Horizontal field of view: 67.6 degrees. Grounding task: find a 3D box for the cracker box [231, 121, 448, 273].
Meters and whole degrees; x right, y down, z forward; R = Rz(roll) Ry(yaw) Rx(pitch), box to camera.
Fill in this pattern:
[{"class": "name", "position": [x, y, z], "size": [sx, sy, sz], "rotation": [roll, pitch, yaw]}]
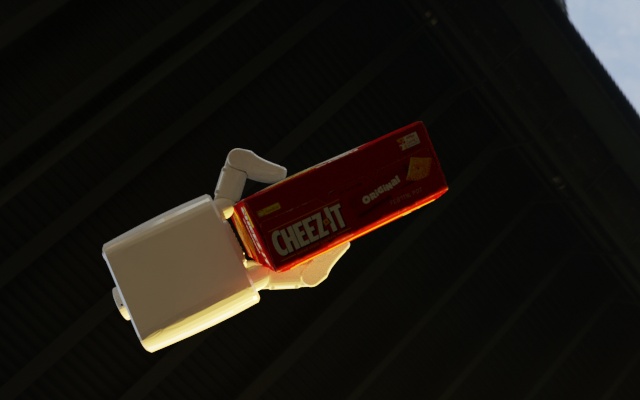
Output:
[{"class": "cracker box", "position": [0.000, 0.001, 0.476], "size": [0.164, 0.072, 0.214], "rotation": [-25, 4, -14]}]
